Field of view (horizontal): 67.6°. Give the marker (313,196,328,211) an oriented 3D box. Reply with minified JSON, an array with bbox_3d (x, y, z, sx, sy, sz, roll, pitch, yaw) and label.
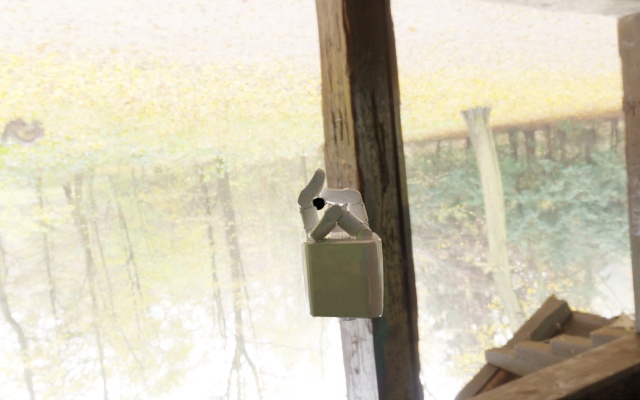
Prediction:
[{"bbox_3d":[0.000,0.002,0.725,0.020,0.020,0.121,0,3,3],"label":"marker"}]
